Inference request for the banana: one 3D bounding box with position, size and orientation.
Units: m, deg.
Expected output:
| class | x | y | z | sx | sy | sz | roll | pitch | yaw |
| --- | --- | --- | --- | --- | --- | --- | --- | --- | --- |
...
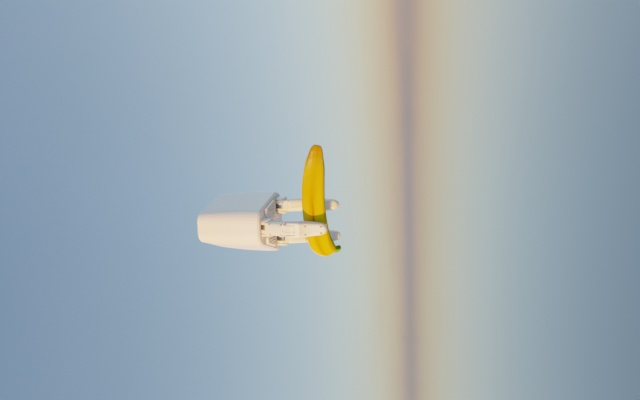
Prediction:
| class | x | y | z | sx | sy | sz | roll | pitch | yaw |
| --- | --- | --- | --- | --- | --- | --- | --- | --- | --- |
| banana | -0.004 | 0.015 | 0.738 | 0.037 | 0.198 | 0.069 | 1 | 31 | 18 |
